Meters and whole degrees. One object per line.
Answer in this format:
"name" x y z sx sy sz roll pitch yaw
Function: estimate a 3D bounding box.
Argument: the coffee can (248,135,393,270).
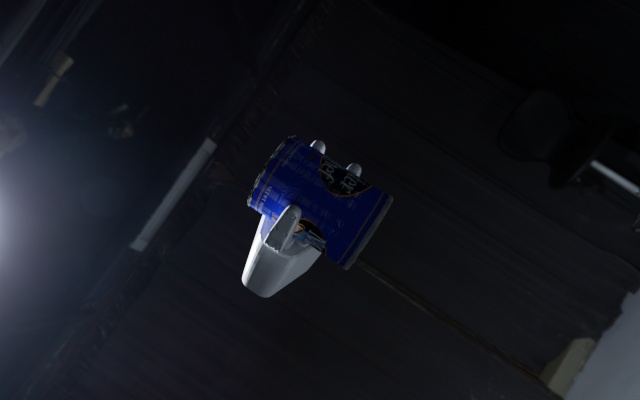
"coffee can" 0.000 0.002 0.569 0.140 0.103 0.103 33 2 4
